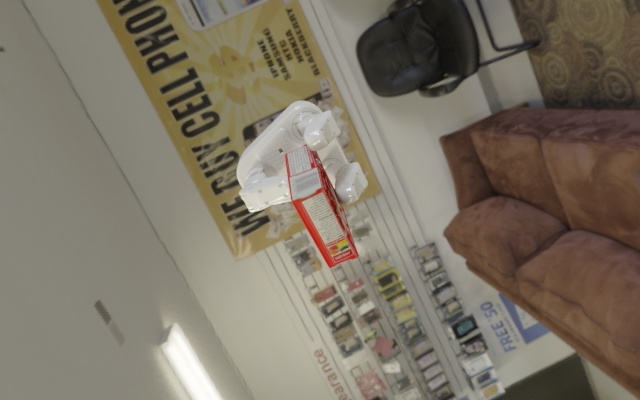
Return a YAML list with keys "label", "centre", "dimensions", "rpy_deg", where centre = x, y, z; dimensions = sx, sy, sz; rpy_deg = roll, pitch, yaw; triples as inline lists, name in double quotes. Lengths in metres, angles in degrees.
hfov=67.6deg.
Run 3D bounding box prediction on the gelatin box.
- label: "gelatin box"
  centre: [0.000, 0.002, 0.405]
  dimensions: [0.030, 0.073, 0.089]
  rpy_deg: [-24, 30, 6]
